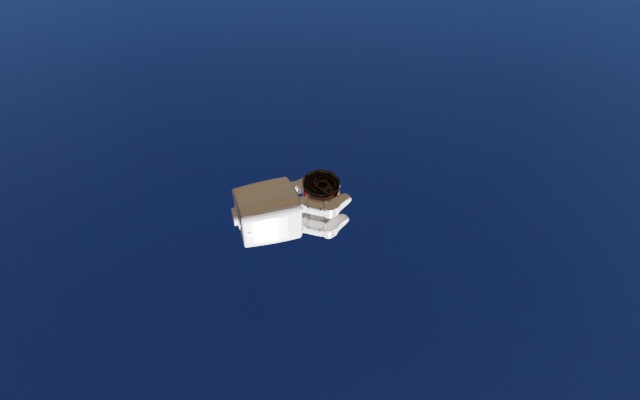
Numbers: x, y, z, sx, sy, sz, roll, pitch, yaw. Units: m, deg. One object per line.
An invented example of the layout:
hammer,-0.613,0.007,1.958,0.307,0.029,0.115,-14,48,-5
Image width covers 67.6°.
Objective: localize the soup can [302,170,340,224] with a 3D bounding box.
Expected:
soup can,0.001,0.003,0.887,0.068,0.068,0.102,1,-45,-1
